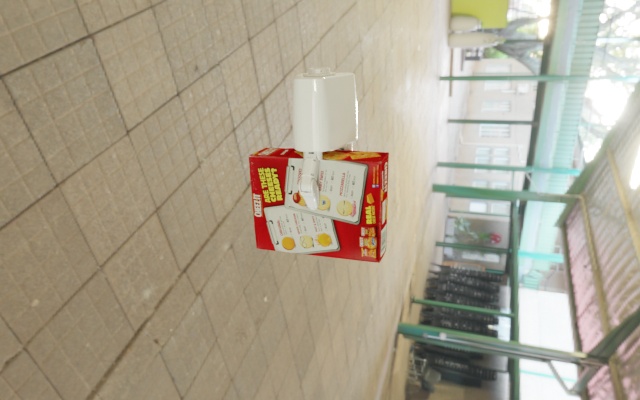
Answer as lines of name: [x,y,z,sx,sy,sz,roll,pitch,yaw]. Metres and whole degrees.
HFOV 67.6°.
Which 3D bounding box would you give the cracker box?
cracker box: [0.000,0.003,0.769,0.213,0.164,0.072,4,20,19]
